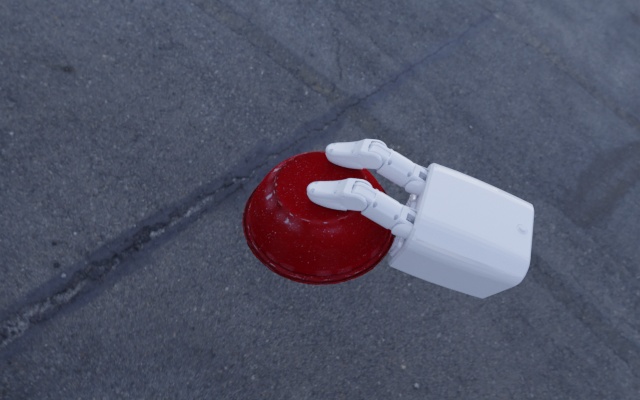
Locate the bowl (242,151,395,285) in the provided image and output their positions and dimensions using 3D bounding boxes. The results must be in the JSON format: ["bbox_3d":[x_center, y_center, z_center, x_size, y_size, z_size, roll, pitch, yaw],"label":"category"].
[{"bbox_3d":[-0.001,0.001,0.482,0.162,0.162,0.055,0,-39,-1],"label":"bowl"}]
